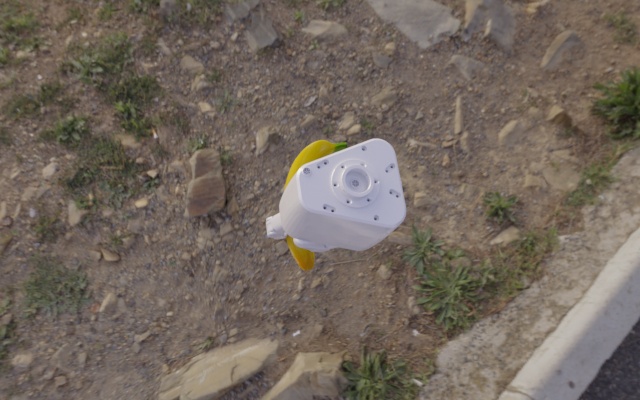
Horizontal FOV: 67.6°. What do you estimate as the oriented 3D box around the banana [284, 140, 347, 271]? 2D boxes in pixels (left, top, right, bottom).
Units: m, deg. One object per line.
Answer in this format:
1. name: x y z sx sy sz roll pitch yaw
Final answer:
1. banana: -0.017 -0.007 0.647 0.069 0.197 0.037 19 -19 -6
